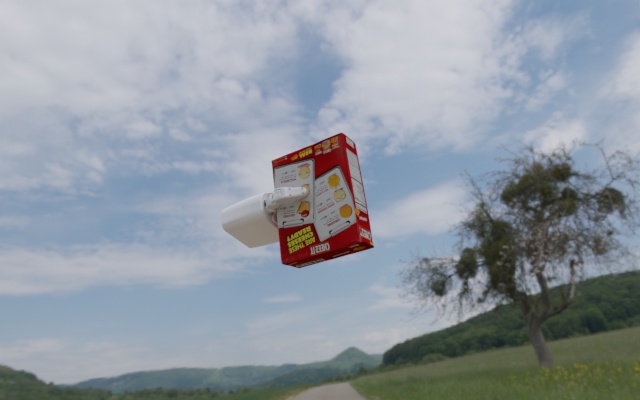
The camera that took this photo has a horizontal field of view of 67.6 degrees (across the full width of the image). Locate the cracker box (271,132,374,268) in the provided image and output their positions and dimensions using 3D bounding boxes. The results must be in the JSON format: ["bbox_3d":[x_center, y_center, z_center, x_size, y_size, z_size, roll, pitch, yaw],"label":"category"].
[{"bbox_3d":[0.000,0.003,0.894,0.164,0.213,0.072,-19,-23,26],"label":"cracker box"}]
